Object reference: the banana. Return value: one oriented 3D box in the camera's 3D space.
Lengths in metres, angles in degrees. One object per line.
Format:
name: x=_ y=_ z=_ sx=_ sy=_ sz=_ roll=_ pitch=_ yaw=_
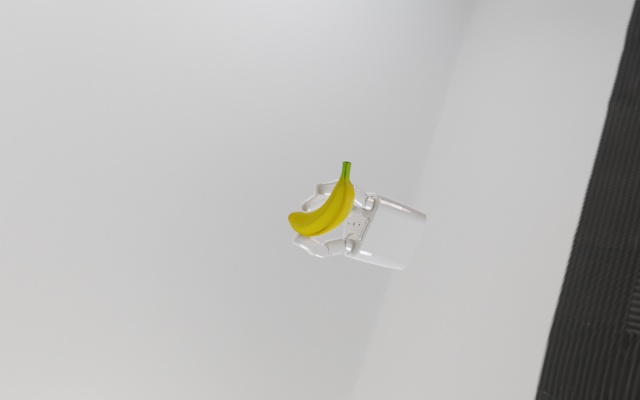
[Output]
banana: x=0.001 y=0.018 z=0.705 sx=0.037 sy=0.069 sz=0.198 roll=15 pitch=-30 yaw=-24
